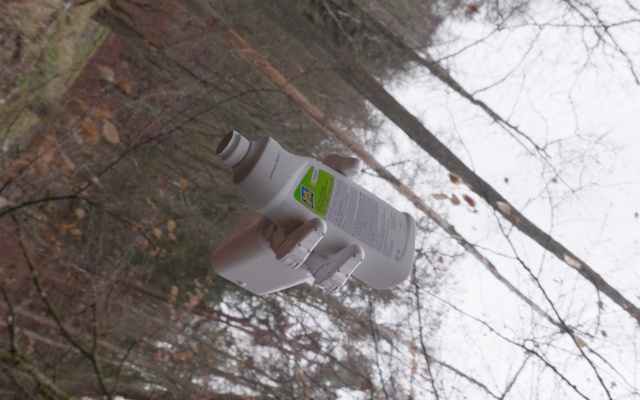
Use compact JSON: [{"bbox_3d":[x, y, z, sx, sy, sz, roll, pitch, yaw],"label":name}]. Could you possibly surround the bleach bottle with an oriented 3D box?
[{"bbox_3d":[0.000,0.002,0.520,0.251,0.102,0.068,35,-43,-28],"label":"bleach bottle"}]
